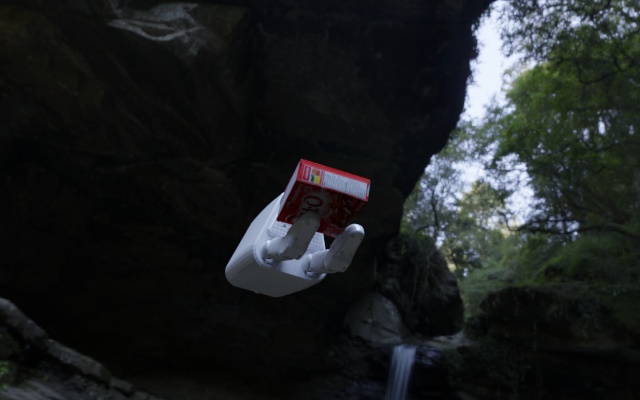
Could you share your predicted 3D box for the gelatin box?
[{"bbox_3d":[0.000,0.001,0.490,0.073,0.030,0.089,17,-33,-11],"label":"gelatin box"}]
